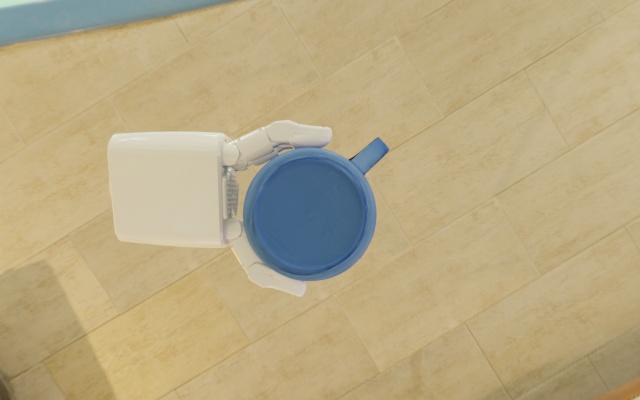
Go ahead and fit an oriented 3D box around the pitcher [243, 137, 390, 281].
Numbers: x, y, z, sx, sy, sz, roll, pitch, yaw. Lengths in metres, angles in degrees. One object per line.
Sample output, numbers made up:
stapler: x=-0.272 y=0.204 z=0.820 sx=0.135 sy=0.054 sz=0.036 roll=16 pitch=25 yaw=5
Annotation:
pitcher: x=0.000 y=0.002 z=0.492 sx=0.145 sy=0.149 sz=0.243 roll=3 pitch=1 yaw=0
